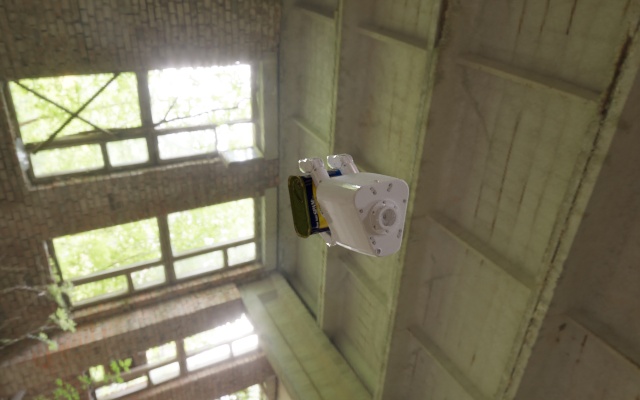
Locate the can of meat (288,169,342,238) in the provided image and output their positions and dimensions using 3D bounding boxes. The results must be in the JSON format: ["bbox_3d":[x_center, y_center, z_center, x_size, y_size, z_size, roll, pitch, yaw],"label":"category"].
[{"bbox_3d":[0.000,0.003,0.781,0.084,0.102,0.057,-12,8,-25],"label":"can of meat"}]
